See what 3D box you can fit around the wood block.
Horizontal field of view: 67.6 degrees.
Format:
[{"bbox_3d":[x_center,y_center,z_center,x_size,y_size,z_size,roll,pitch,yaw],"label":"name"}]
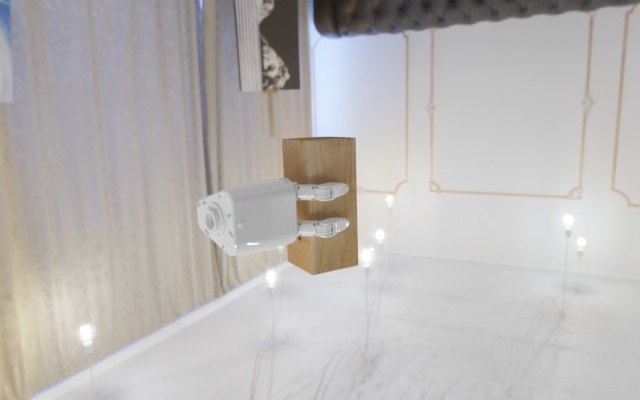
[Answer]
[{"bbox_3d":[0.000,0.003,0.770,0.090,0.206,0.091,-8,13,-30],"label":"wood block"}]
